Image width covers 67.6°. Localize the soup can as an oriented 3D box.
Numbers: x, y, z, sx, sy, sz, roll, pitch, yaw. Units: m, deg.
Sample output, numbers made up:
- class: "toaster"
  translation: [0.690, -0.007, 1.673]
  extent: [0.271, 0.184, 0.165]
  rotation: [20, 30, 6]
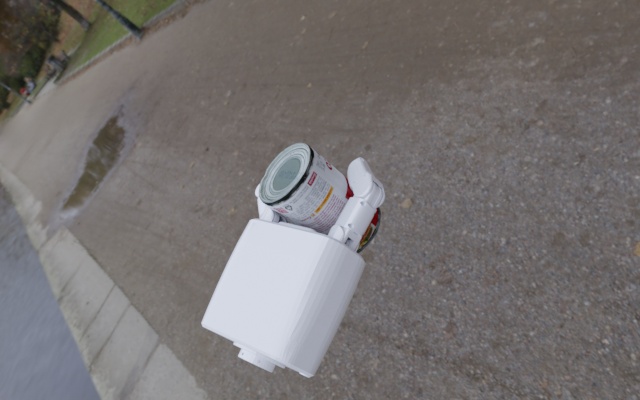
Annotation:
- class: "soup can"
  translation: [0.000, 0.001, 0.452]
  extent: [0.102, 0.068, 0.068]
  rotation: [39, -23, -33]
